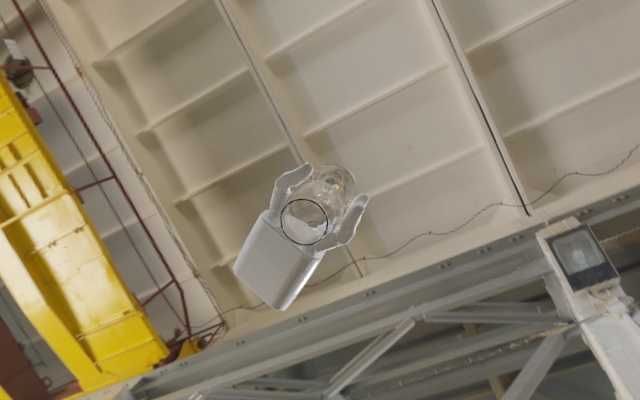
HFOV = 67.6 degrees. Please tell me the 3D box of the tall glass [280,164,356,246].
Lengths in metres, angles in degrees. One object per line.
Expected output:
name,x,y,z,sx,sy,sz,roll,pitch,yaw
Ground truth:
tall glass,0.000,0.002,0.686,0.079,0.079,0.201,0,14,13
